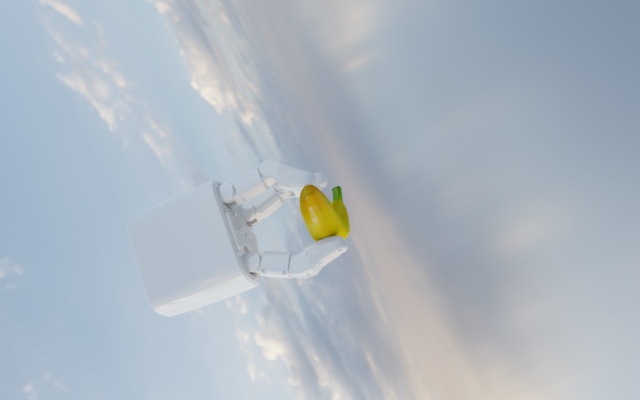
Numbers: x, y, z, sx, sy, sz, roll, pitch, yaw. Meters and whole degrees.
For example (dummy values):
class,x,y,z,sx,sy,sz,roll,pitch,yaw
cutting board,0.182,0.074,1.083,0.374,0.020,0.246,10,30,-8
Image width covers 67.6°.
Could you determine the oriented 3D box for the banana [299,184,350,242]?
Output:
class,x,y,z,sx,sy,sz,roll,pitch,yaw
banana,0.007,0.019,0.524,0.037,0.069,0.198,-19,-2,8
